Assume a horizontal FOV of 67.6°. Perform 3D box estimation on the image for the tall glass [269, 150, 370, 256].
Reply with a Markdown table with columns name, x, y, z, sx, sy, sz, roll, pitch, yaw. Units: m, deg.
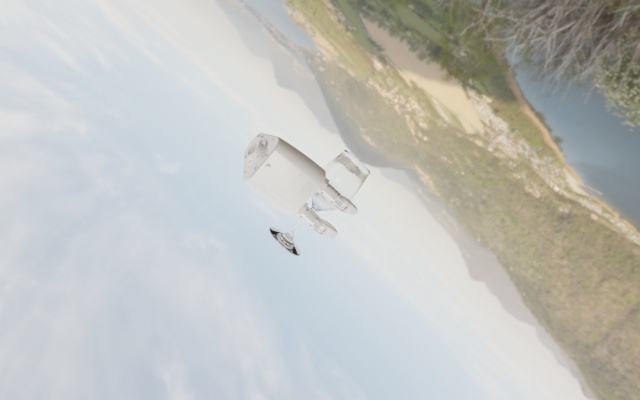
| name | x | y | z | sx | sy | sz | roll | pitch | yaw |
| --- | --- | --- | --- | --- | --- | --- | --- | --- | --- |
| tall glass | 0.000 | 0.003 | 0.860 | 0.079 | 0.201 | 0.079 | 41 | 9 | -8 |
